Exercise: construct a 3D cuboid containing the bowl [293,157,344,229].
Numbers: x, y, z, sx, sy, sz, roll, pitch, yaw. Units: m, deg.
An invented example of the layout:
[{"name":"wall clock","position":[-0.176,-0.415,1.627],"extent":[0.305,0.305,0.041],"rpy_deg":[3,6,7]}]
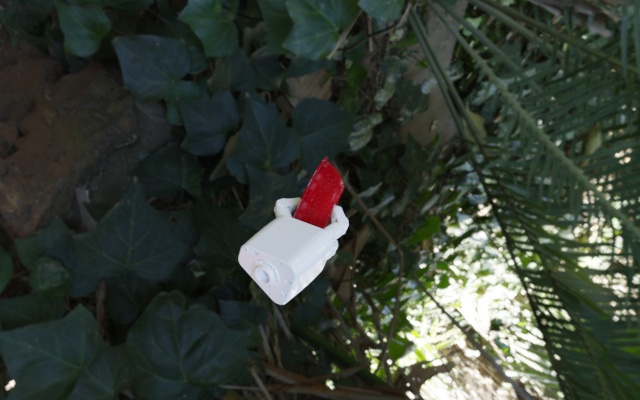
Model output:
[{"name":"bowl","position":[0.001,0.002,0.886],"extent":[0.055,0.162,0.162],"rpy_deg":[25,2,4]}]
